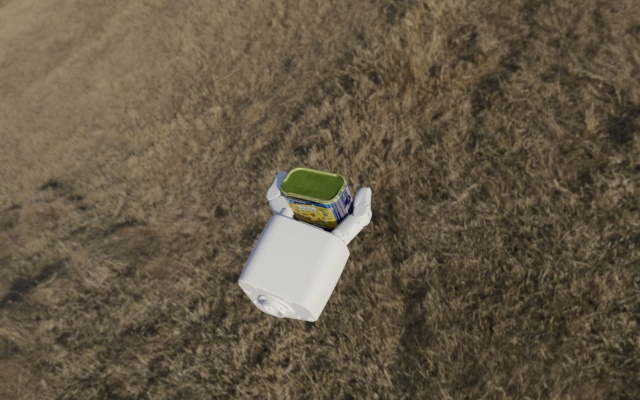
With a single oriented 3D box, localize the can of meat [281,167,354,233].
[{"bbox_3d":[0.000,0.002,0.693,0.102,0.057,0.084,12,-33,30],"label":"can of meat"}]
